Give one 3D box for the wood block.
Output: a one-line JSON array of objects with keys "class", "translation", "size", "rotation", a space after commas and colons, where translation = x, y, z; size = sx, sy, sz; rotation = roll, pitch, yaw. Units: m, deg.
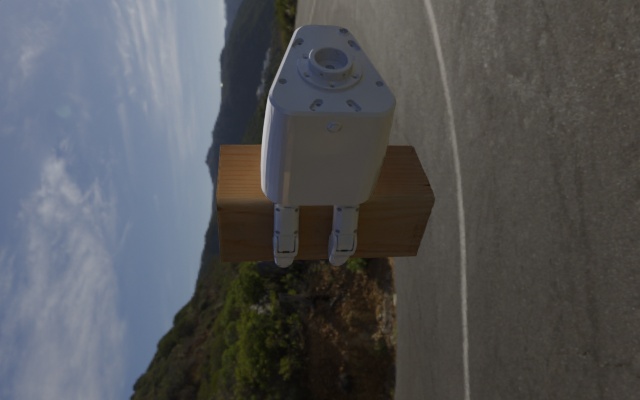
[{"class": "wood block", "translation": [0.000, 0.001, 0.502], "size": [0.206, 0.090, 0.090], "rotation": [0, 42, -8]}]
